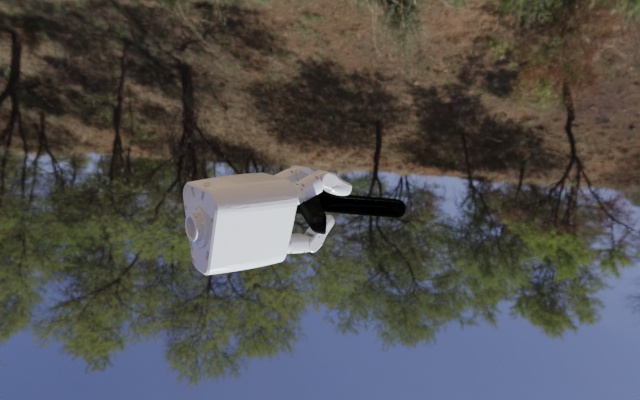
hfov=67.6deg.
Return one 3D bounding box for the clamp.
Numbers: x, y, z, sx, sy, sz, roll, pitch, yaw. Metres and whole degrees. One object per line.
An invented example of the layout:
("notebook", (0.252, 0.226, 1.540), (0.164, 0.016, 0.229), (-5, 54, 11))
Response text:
("clamp", (0.000, 0.003, 0.659), (0.164, 0.036, 0.210), (-5, 14, -38))
